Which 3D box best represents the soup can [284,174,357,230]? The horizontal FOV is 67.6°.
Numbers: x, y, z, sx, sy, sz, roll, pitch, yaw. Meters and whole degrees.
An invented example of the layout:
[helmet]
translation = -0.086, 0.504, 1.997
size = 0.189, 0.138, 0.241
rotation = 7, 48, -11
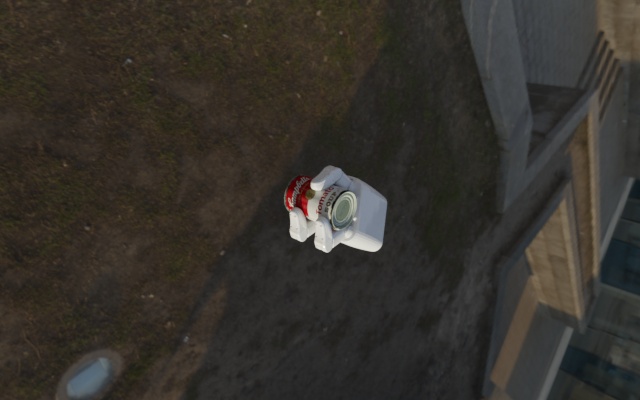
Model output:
[soup can]
translation = 0.000, 0.002, 0.780
size = 0.102, 0.068, 0.068
rotation = 20, 12, 37
